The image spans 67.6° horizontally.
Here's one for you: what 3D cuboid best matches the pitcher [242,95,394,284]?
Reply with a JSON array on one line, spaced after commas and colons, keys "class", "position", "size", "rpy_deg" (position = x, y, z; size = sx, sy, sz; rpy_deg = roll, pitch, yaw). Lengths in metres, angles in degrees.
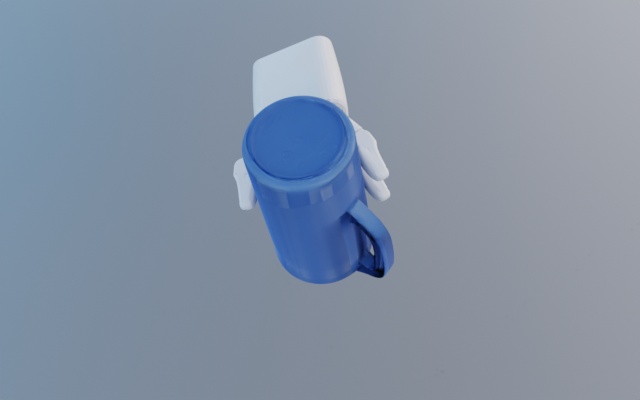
[{"class": "pitcher", "position": [0.000, 0.002, 0.539], "size": [0.149, 0.145, 0.243], "rpy_deg": [-8, -27, 2]}]
